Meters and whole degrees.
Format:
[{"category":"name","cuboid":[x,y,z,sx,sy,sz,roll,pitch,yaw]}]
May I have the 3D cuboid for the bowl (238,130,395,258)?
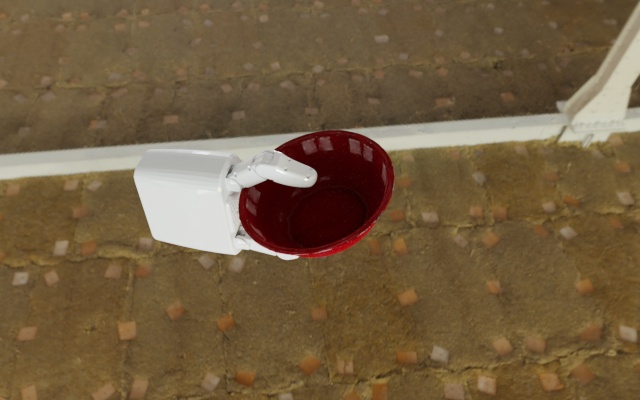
[{"category":"bowl","cuboid":[0.001,0.002,0.493,0.162,0.162,0.055,0,-39,20]}]
